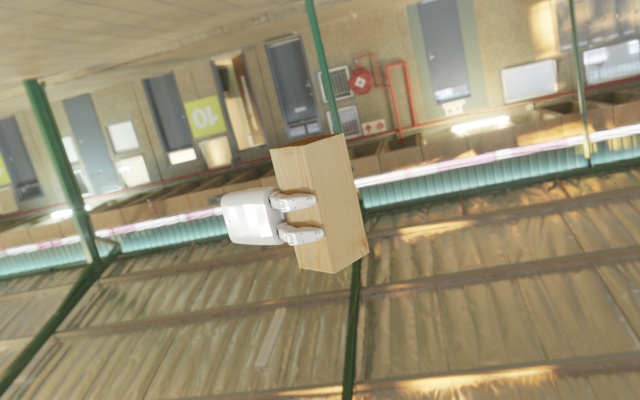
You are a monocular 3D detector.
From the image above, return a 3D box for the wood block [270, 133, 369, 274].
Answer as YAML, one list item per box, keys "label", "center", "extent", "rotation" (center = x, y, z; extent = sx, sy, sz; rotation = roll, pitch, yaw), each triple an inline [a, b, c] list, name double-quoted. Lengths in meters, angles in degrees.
- label: "wood block"
  center: [0.000, 0.003, 0.782]
  extent: [0.090, 0.206, 0.091]
  rotation: [0, 19, 46]
